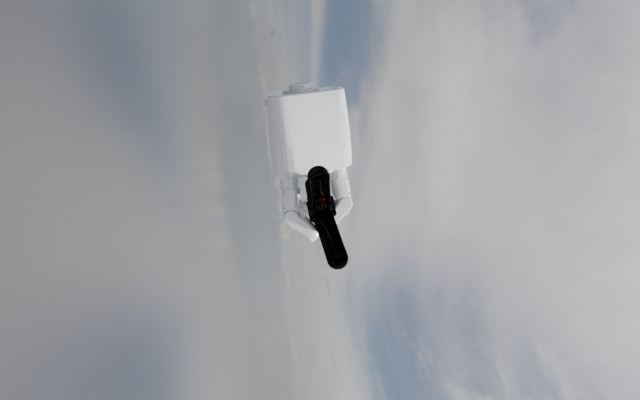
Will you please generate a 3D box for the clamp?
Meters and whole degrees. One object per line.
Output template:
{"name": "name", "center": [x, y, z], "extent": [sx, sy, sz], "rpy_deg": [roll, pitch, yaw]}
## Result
{"name": "clamp", "center": [0.001, 0.002, 0.602], "extent": [0.039, 0.120, 0.171], "rpy_deg": [-9, 17, -8]}
